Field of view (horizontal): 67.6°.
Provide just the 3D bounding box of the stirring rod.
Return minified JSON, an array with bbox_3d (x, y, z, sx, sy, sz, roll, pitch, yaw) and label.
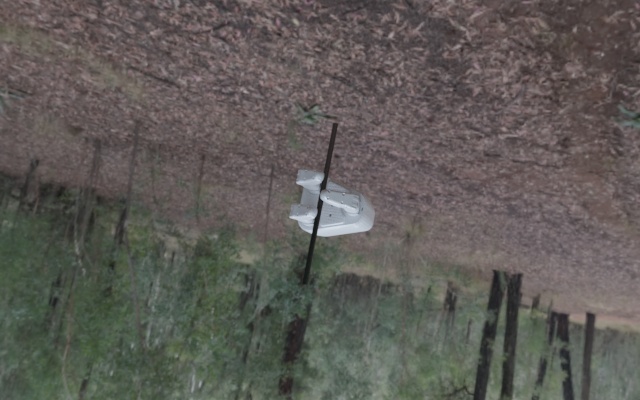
[{"bbox_3d":[0.000,0.002,0.696,0.011,0.239,0.011,11,-8,2],"label":"stirring rod"}]
